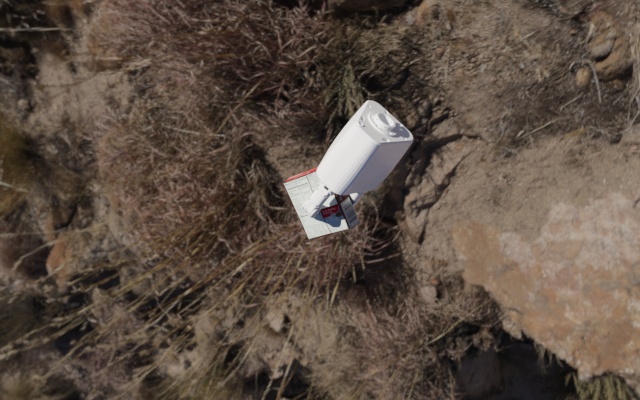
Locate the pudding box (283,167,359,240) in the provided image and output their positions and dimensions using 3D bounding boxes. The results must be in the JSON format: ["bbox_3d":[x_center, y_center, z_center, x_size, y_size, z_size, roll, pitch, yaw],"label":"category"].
[{"bbox_3d":[0.000,0.003,0.791,0.090,0.113,0.039,-17,10,36],"label":"pudding box"}]
